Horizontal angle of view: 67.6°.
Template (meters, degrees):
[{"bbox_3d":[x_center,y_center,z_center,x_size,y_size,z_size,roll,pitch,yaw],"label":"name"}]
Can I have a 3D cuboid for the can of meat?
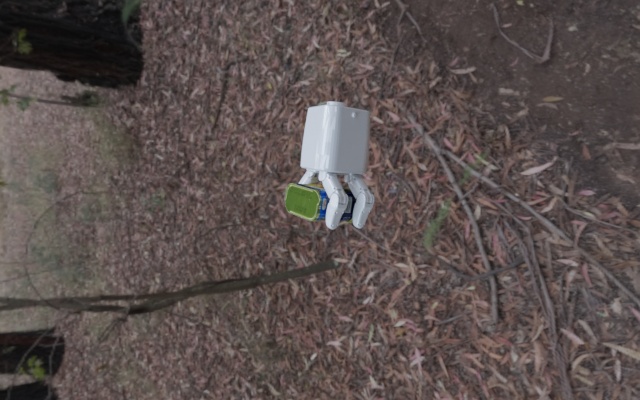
[{"bbox_3d":[0.000,0.003,0.808,0.084,0.057,0.102,2,9,-38],"label":"can of meat"}]
